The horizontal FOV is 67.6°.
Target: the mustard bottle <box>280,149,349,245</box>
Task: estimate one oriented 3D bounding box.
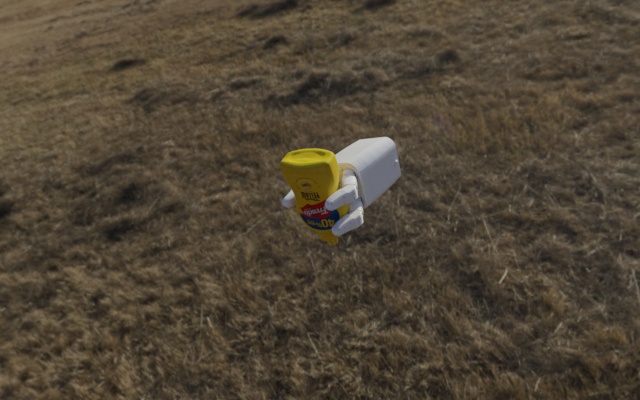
[{"bbox_3d":[0.000,0.003,0.839,0.096,0.192,0.058,1,39,26],"label":"mustard bottle"}]
